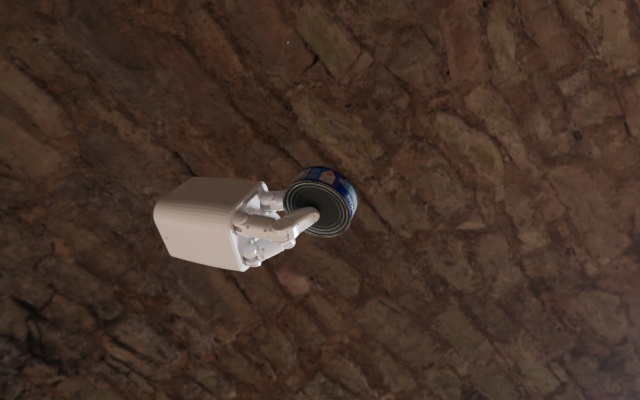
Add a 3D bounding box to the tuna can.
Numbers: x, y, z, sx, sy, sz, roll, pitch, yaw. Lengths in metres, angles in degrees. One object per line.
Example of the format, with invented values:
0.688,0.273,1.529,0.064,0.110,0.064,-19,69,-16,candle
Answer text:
0.000,0.002,0.572,0.086,0.086,0.033,0,38,25,tuna can
